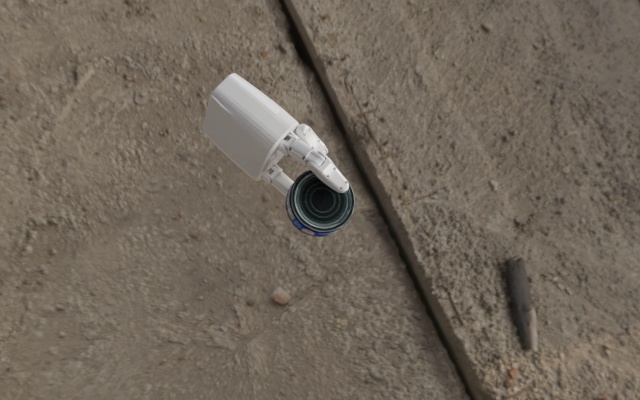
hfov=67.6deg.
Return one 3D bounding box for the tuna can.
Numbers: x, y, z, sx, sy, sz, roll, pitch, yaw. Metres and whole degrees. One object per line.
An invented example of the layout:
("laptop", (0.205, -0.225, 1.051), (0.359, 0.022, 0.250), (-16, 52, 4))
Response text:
("tuna can", (0.000, 0.002, 0.610), (0.086, 0.086, 0.034), (0, -12, -13))
